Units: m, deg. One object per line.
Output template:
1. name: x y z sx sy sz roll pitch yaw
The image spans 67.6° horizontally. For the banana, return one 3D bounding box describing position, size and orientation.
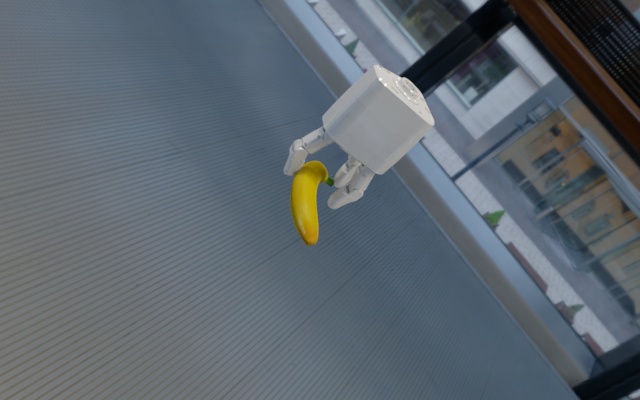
1. banana: -0.013 -0.011 0.695 0.037 0.069 0.197 -43 13 28
